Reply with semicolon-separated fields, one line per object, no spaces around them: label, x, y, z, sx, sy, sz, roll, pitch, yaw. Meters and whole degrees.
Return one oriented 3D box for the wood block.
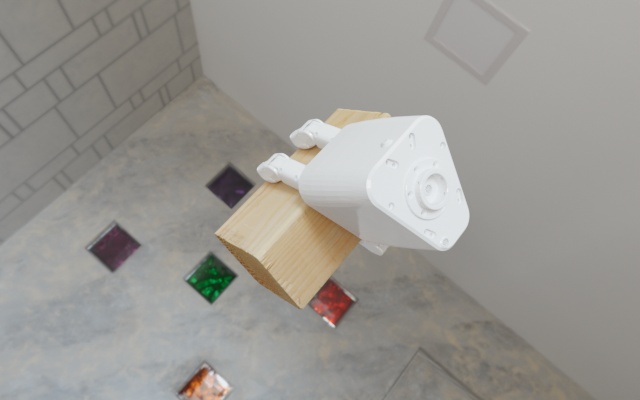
wood block;0.001;0.002;0.522;0.206;0.091;0.090;-47;36;-20
